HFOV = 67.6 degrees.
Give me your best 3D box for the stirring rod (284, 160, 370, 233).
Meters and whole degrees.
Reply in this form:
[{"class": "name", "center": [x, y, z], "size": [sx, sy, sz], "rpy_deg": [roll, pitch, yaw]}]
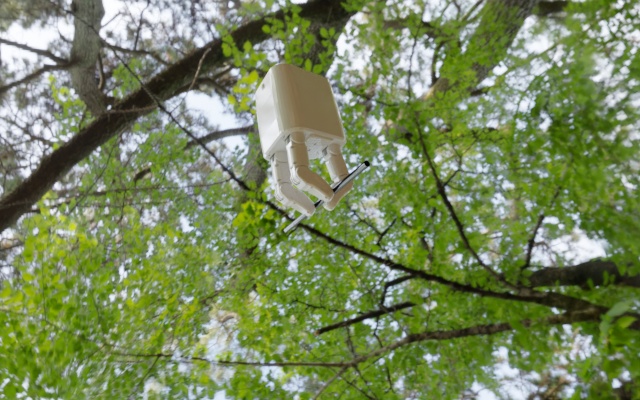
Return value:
[{"class": "stirring rod", "center": [0.000, 0.002, 0.647], "size": [0.011, 0.011, 0.240], "rpy_deg": [0, -22, -29]}]
